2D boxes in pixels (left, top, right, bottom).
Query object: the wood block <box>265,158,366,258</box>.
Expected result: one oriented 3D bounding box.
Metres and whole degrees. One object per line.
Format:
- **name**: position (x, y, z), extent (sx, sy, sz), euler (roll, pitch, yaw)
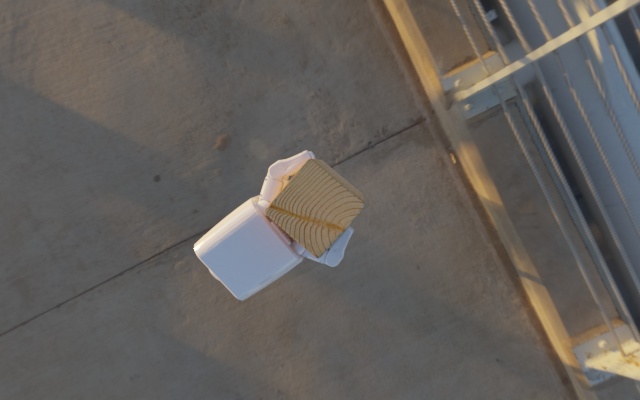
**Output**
- **wood block**: position (0.000, 0.003, 0.670), extent (0.091, 0.090, 0.206), euler (41, 6, 0)
